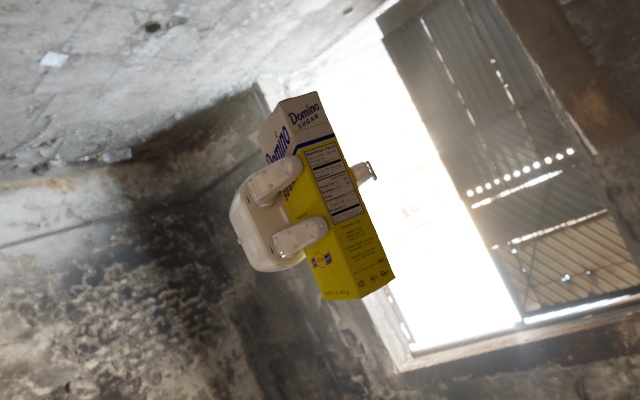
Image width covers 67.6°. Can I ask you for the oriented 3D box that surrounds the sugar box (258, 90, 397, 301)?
[{"bbox_3d":[0.000,0.002,0.434,0.048,0.176,0.093,-24,-4,-23],"label":"sugar box"}]
